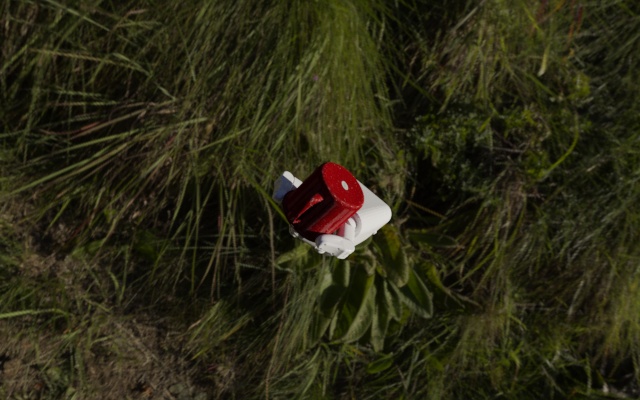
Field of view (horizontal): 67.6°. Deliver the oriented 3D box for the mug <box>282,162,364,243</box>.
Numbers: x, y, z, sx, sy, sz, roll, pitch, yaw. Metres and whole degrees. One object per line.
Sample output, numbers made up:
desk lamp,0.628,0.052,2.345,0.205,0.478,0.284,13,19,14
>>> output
mug,-0.001,0.002,0.659,0.081,0.093,0.117,-43,-16,33
